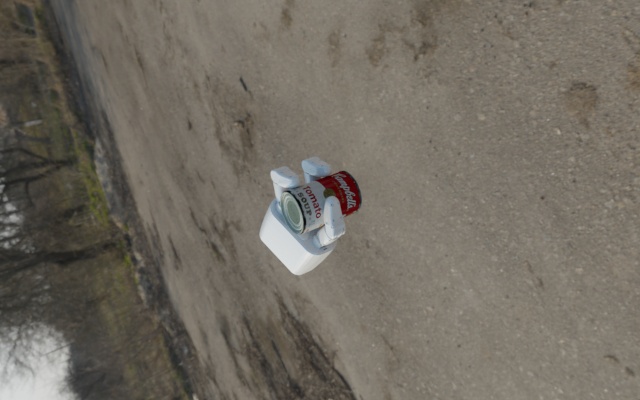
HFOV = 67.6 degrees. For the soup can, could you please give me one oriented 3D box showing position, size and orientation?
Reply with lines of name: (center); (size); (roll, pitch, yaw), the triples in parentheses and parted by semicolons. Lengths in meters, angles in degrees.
soup can: (0.000, 0.002, 0.701); (0.102, 0.068, 0.068); (-20, 10, -28)
